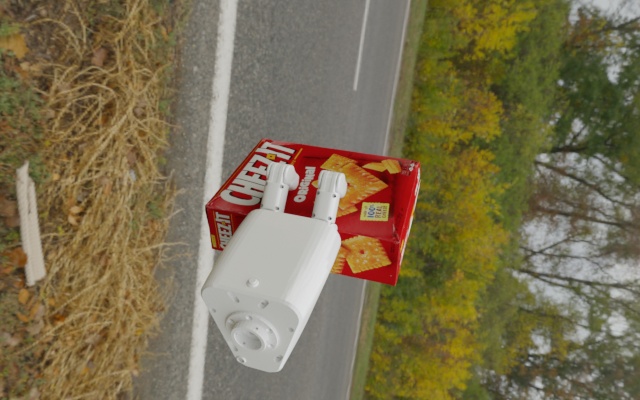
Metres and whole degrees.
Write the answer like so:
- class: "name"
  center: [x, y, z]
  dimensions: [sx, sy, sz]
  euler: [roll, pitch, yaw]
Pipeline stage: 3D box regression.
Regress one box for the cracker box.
- class: "cracker box"
  center: [0.000, 0.002, 0.561]
  dimensions: [0.213, 0.072, 0.164]
  euler: [10, 37, 14]
